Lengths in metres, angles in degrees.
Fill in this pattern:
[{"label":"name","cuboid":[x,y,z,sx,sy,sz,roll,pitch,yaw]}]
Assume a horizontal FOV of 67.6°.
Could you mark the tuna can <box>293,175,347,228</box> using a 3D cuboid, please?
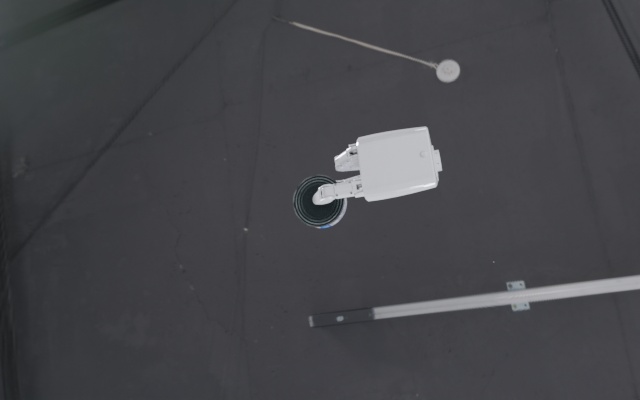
[{"label":"tuna can","cuboid":[0.000,0.003,0.784,0.086,0.086,0.034,0,-8,14]}]
